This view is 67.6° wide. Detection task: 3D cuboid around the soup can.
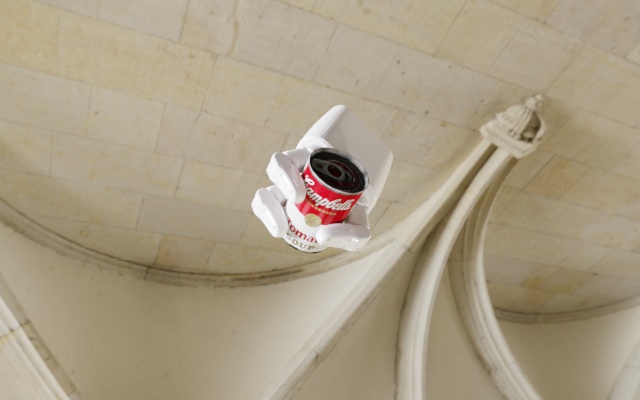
[{"bbox_3d":[0.000,0.002,0.522,0.068,0.068,0.102,0,-42,-31],"label":"soup can"}]
